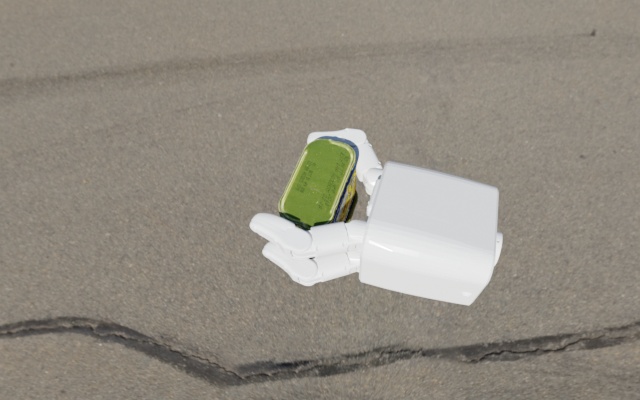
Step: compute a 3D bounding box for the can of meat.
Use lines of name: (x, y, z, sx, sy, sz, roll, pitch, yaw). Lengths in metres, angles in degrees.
can of meat: (0.000, 0.001, 0.472, 0.057, 0.102, 0.084, 16, -26, 12)
